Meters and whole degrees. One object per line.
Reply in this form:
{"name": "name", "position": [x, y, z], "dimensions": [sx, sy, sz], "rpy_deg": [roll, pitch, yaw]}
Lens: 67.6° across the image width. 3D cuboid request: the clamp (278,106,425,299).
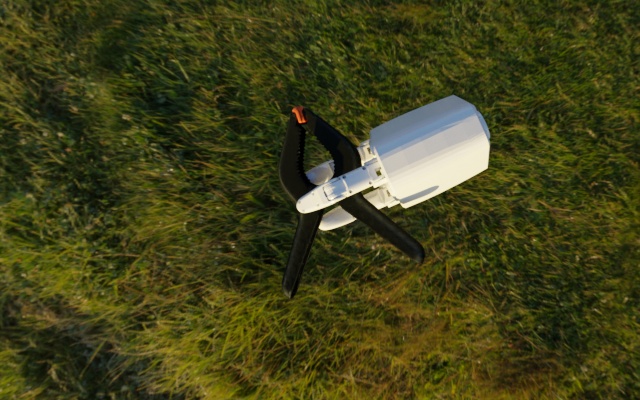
{"name": "clamp", "position": [0.000, 0.001, 0.530], "dimensions": [0.164, 0.210, 0.036], "rpy_deg": [-25, -2, 12]}
